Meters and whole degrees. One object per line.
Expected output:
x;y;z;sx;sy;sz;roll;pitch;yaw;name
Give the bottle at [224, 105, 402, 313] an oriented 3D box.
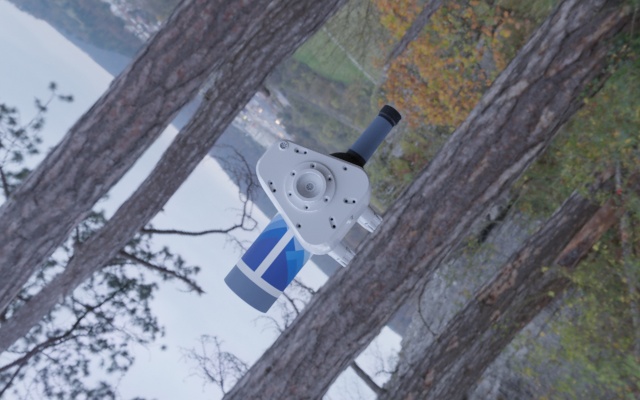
0.000;0.002;0.592;0.069;0.295;0.069;39;-4;4;bottle
